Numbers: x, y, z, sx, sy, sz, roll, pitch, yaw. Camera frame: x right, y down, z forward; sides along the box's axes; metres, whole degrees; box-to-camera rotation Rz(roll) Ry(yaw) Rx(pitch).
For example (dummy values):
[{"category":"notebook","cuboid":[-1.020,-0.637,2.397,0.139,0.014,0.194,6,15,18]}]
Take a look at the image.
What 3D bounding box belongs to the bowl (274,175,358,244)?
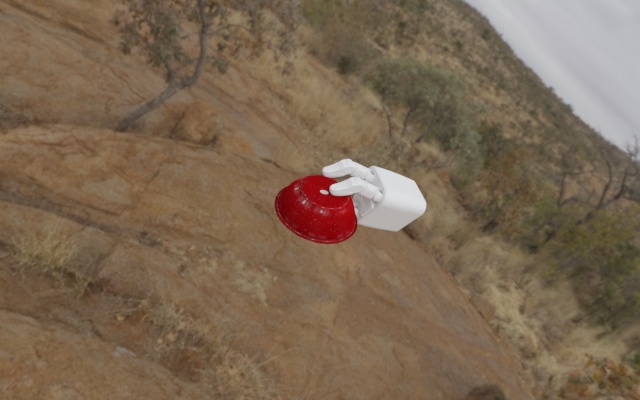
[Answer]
[{"category":"bowl","cuboid":[-0.001,0.003,0.870,0.162,0.055,0.162,13,39,-11]}]
